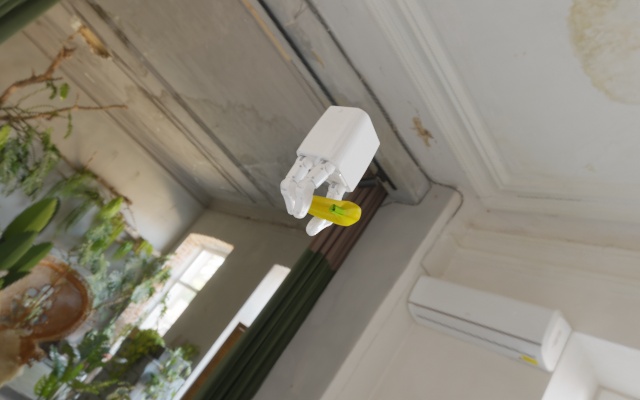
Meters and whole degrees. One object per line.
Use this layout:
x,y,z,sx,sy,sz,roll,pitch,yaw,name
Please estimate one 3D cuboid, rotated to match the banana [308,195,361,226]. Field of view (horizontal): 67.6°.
0.016,0.012,0.759,0.069,0.037,0.198,31,-8,-18,banana
